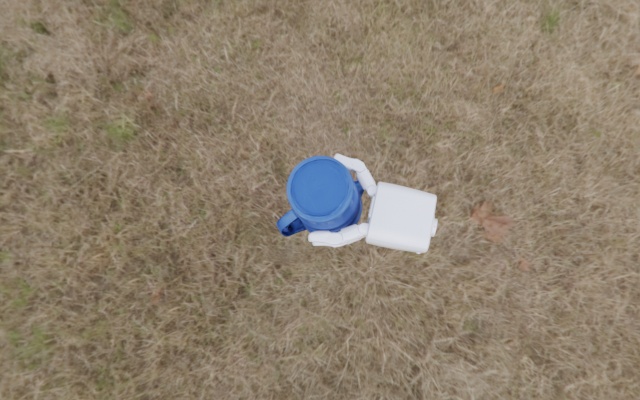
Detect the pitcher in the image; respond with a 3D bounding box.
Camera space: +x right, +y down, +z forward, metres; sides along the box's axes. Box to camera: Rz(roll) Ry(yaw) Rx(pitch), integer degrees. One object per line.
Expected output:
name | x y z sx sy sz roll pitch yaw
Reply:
pitcher | 0.000 0.003 0.861 0.145 0.149 0.243 14 -6 7
